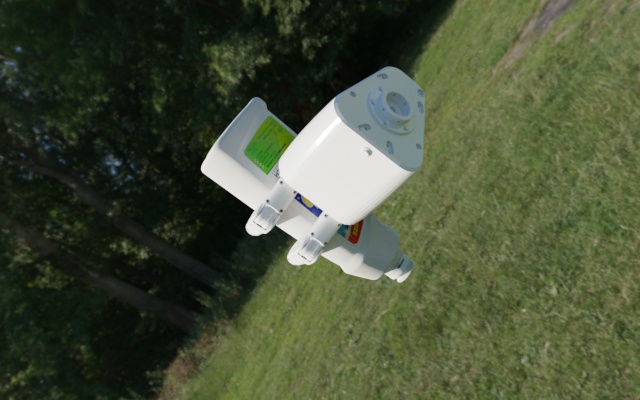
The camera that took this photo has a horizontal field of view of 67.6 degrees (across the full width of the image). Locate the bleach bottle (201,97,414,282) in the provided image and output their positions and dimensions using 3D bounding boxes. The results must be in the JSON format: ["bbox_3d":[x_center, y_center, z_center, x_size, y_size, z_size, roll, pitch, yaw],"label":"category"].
[{"bbox_3d":[0.000,0.002,0.527,0.251,0.102,0.068,36,-38,-9],"label":"bleach bottle"}]
